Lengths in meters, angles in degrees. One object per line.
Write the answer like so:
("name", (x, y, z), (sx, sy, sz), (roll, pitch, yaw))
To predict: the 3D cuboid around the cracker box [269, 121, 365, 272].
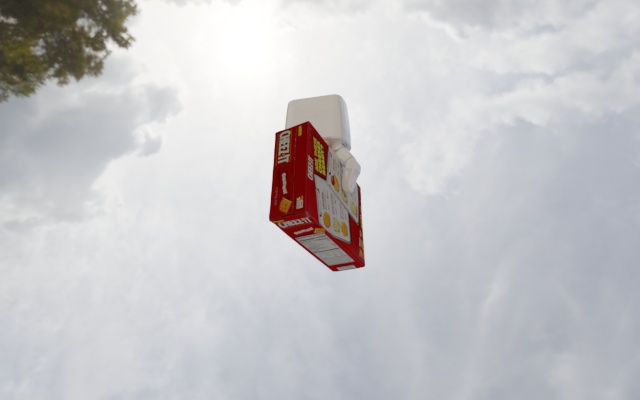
("cracker box", (0.000, 0.003, 0.779), (0.072, 0.164, 0.214), (-15, -34, 23))
